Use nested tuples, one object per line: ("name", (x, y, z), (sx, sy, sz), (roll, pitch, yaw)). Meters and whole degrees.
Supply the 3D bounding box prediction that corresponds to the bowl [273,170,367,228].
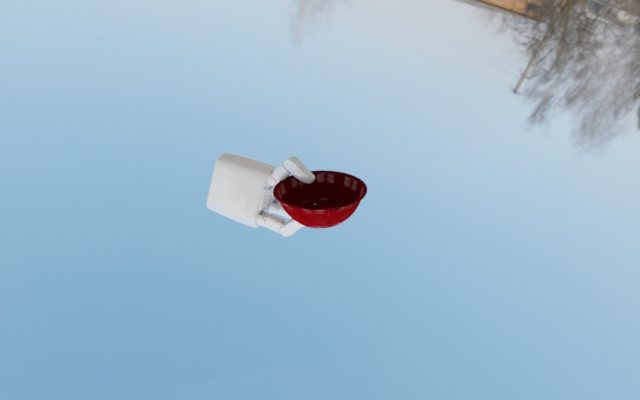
("bowl", (0.001, 0.003, 0.826), (0.162, 0.055, 0.162), (-2, 26, 1))
